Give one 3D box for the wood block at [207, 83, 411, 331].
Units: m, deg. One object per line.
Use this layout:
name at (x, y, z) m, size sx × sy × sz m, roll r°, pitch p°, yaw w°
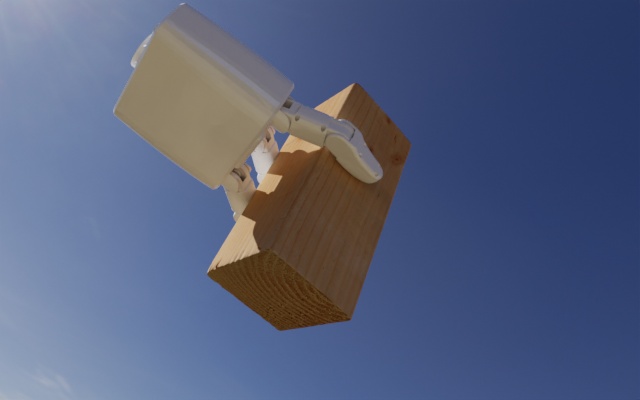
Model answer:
wood block at (0.000, 0.001, 0.431) m, size 0.090 × 0.206 × 0.091 m, roll 44°, pitch -42°, yaw -22°
